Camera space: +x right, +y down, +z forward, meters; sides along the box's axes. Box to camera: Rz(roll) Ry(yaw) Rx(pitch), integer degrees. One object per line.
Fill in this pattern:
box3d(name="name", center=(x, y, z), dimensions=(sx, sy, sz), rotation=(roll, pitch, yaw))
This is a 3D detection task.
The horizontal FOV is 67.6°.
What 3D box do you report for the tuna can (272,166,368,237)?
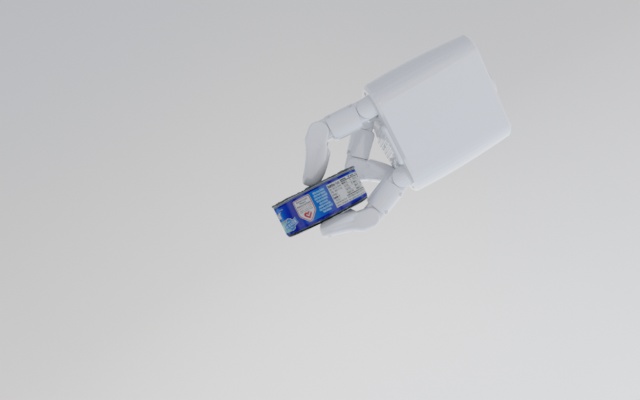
box3d(name="tuna can", center=(0.000, 0.002, 0.445), dimensions=(0.086, 0.034, 0.086), rotation=(-27, 0, 0))
